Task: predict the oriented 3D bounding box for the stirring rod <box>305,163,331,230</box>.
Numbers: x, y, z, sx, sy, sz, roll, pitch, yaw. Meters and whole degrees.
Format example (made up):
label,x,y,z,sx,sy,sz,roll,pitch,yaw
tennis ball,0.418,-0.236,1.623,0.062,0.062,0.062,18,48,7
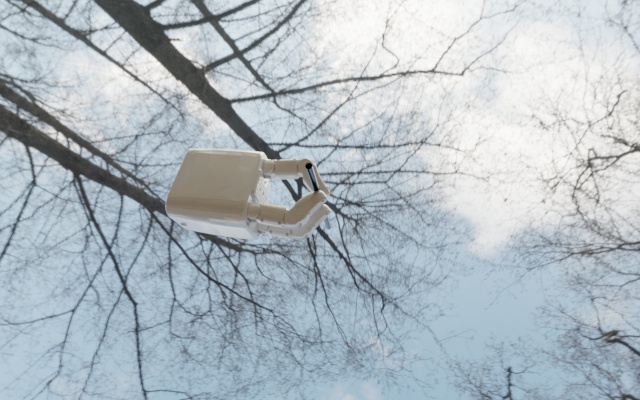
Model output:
label,x,y,z,sx,sy,sz,roll,pitch,yaw
stirring rod,0.000,0.002,0.633,0.011,0.011,0.240,0,-19,6
